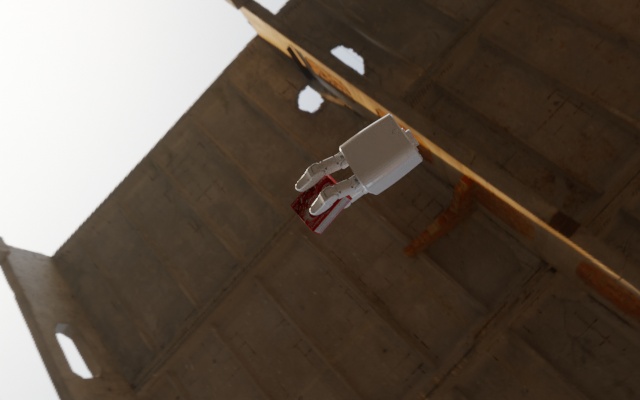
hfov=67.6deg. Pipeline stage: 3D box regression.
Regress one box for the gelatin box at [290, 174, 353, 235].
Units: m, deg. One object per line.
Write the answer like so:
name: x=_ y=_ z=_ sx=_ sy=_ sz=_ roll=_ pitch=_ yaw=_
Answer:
gelatin box: x=0.000 y=0.003 z=0.838 sx=0.073 sy=0.089 sz=0.030 roll=47 pitch=11 yaw=32
